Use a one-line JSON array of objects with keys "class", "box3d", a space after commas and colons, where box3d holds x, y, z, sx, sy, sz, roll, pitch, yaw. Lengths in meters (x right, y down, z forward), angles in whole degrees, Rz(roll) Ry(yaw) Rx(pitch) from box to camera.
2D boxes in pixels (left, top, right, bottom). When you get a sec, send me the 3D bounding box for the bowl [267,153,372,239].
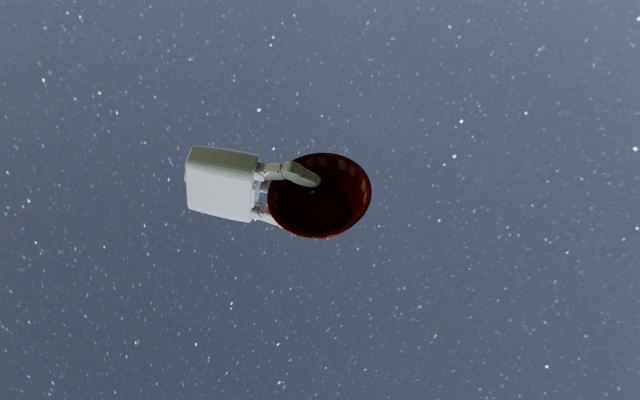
[{"class": "bowl", "box3d": [0.001, 0.003, 0.749, 0.162, 0.162, 0.055, 0, -36, 8]}]
